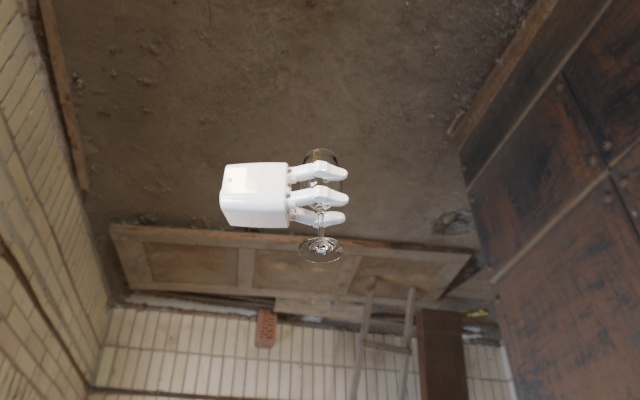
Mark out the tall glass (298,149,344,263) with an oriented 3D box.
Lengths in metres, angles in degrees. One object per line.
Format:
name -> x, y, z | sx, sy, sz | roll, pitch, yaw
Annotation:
tall glass -> 0.000, 0.003, 0.824 | 0.079, 0.200, 0.079 | 0, -38, 0
